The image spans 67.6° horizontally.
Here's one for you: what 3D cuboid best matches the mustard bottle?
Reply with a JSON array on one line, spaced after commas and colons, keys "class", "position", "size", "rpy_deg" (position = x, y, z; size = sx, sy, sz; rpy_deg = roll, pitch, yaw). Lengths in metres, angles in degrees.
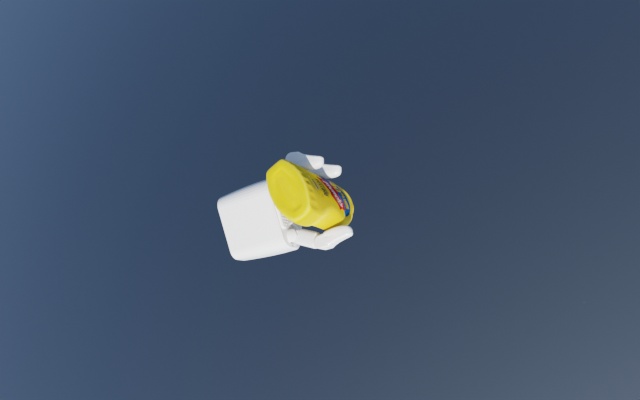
[{"class": "mustard bottle", "position": [0.000, 0.002, 0.724], "size": [0.058, 0.096, 0.192], "rpy_deg": [-41, -27, 16]}]
